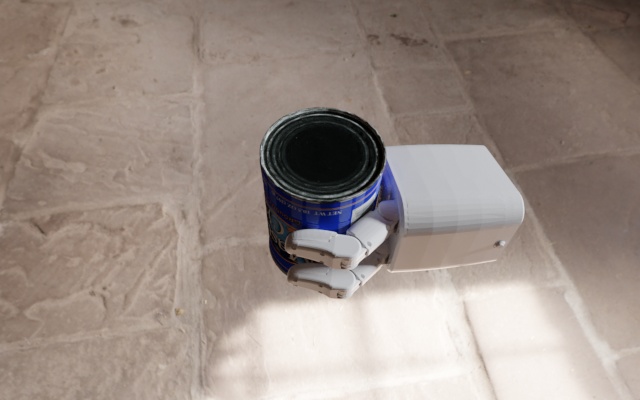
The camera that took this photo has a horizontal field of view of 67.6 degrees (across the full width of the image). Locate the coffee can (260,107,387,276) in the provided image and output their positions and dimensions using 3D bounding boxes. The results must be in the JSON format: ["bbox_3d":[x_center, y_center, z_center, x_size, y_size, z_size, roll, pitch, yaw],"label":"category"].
[{"bbox_3d":[0.000,0.001,0.439,0.103,0.102,0.140,0,-36,-2],"label":"coffee can"}]
